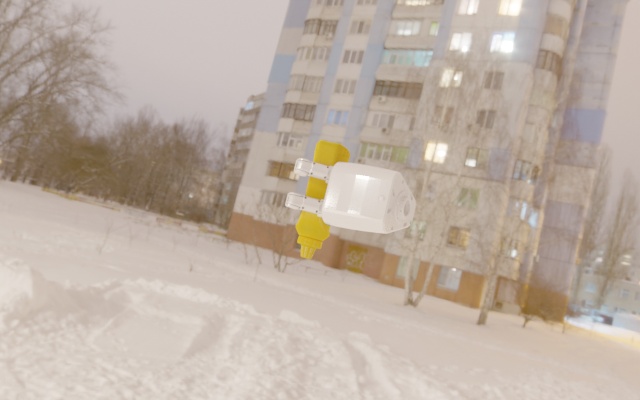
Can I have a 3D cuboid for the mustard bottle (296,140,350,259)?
[{"bbox_3d":[0.000,0.002,0.796,0.058,0.191,0.096,13,-6,9],"label":"mustard bottle"}]
